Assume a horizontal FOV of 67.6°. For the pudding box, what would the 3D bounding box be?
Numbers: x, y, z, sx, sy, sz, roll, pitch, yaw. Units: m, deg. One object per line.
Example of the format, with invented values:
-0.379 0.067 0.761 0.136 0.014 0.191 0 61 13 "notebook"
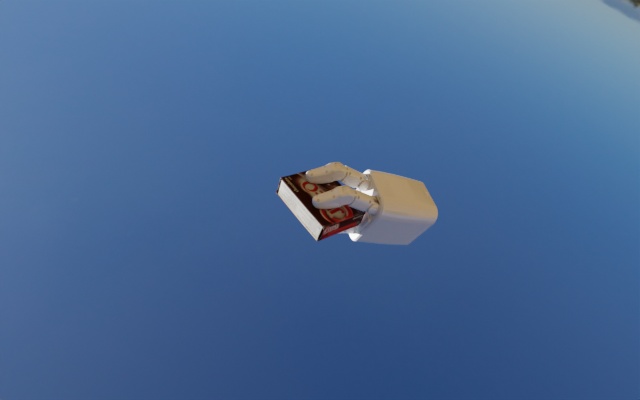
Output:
0.000 0.003 0.734 0.090 0.039 0.113 -18 53 -40 "pudding box"
